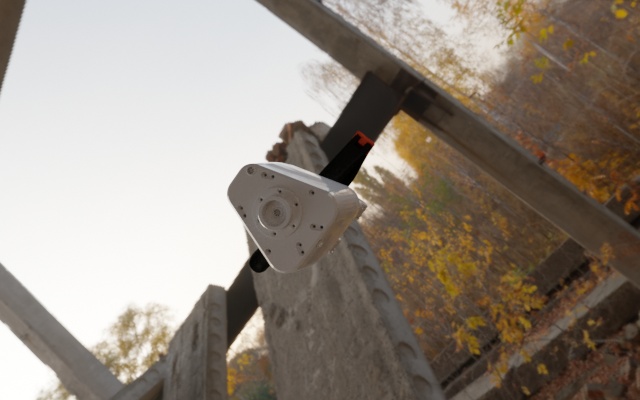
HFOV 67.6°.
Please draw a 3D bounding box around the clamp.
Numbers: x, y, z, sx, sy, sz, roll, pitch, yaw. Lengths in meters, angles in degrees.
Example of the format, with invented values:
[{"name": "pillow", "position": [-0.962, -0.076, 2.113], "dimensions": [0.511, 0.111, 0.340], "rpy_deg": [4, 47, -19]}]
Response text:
[{"name": "clamp", "position": [0.000, 0.001, 0.634], "dimensions": [0.036, 0.210, 0.164], "rpy_deg": [40, 10, 11]}]
